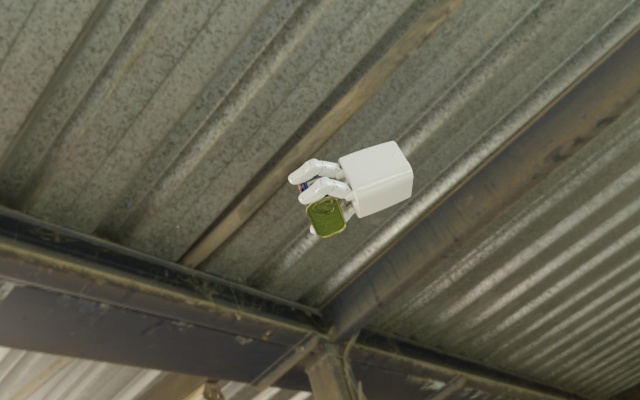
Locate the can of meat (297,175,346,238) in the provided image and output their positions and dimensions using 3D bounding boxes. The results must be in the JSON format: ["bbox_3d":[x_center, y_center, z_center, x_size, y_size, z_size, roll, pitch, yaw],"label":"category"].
[{"bbox_3d":[0.000,0.003,0.856,0.057,0.084,0.102,-22,-42,1],"label":"can of meat"}]
